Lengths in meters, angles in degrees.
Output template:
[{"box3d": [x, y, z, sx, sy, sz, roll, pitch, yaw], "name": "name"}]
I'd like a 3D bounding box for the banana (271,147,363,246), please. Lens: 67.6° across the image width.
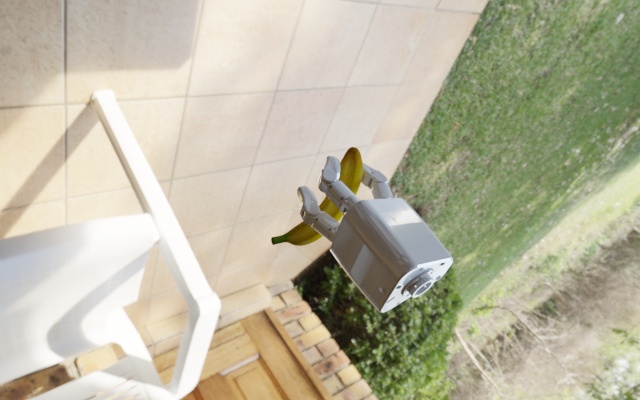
[{"box3d": [0.010, 0.006, 0.686, 0.069, 0.037, 0.198, 8, -50, -49], "name": "banana"}]
